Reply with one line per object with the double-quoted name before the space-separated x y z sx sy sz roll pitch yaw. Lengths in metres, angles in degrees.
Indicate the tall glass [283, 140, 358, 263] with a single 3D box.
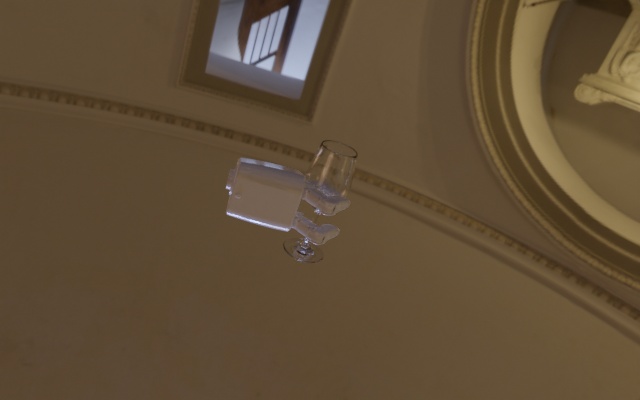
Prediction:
"tall glass" 0.000 0.003 0.801 0.079 0.201 0.079 17 24 -8
